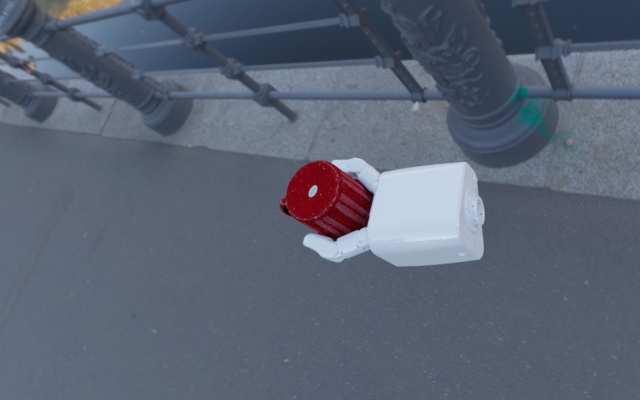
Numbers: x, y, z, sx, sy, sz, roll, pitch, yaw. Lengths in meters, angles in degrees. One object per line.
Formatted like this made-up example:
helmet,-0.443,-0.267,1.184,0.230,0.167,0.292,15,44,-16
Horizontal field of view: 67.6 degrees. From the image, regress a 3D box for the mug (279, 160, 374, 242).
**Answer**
mug,-0.001,0.002,0.608,0.117,0.093,0.081,-8,-24,32
